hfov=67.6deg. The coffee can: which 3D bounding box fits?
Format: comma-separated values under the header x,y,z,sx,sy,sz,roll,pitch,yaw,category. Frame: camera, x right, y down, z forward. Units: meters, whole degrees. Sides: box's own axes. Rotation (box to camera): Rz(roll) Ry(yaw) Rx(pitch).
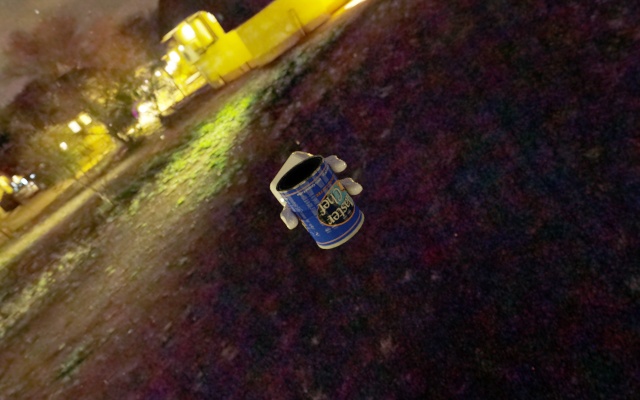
x,y,z,sx,sy,sz,roll,pitch,yaw,category
0.000,0.003,0.870,0.103,0.140,0.102,-30,23,14,coffee can
